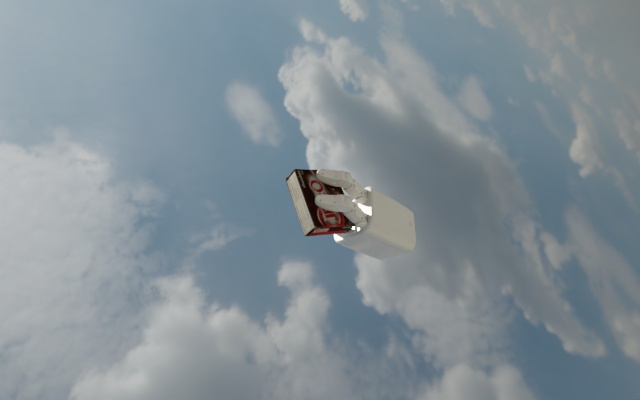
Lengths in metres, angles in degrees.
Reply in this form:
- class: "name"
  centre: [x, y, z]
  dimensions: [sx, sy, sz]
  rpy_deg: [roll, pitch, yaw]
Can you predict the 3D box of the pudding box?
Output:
- class: "pudding box"
  centre: [0.000, 0.003, 0.806]
  dimensions: [0.090, 0.113, 0.039]
  rpy_deg: [-1, -31, -41]
